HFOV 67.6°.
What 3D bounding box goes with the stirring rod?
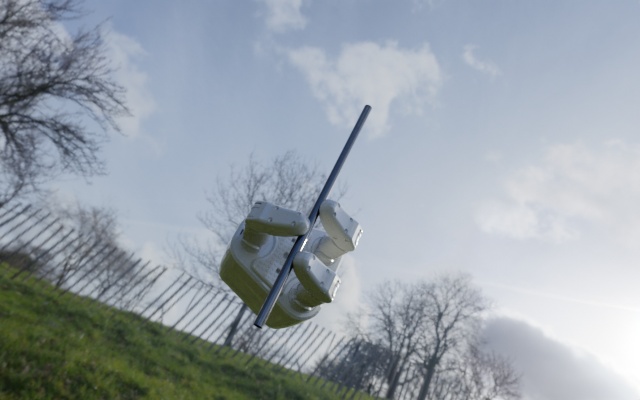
[{"bbox_3d":[0.000,0.001,0.420,0.011,0.239,0.011,20,-29,12],"label":"stirring rod"}]
